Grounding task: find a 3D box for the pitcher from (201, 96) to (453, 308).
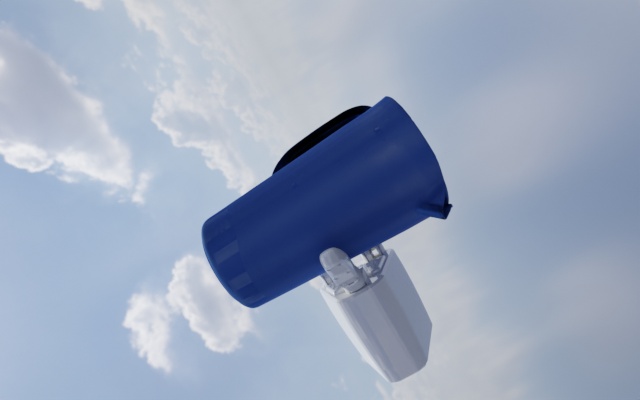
[{"bbox_3d":[0.000,0.002,0.506,0.243,0.145,0.149,-31,5,3],"label":"pitcher"}]
